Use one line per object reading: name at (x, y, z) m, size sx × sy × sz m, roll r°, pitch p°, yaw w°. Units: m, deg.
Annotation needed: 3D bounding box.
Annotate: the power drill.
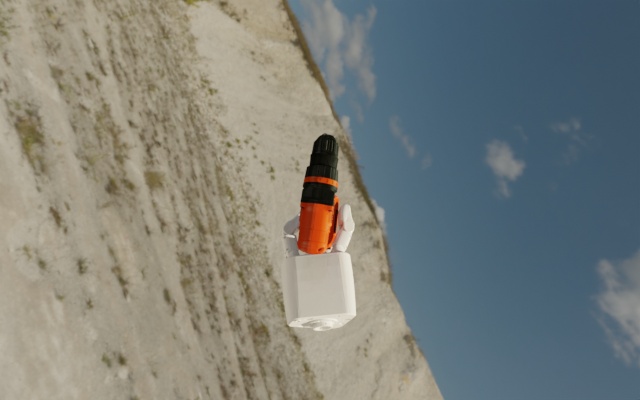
power drill at (0.000, 0.003, 0.781) m, size 0.057 × 0.184 × 0.188 m, roll 9°, pitch -12°, yaw 6°
